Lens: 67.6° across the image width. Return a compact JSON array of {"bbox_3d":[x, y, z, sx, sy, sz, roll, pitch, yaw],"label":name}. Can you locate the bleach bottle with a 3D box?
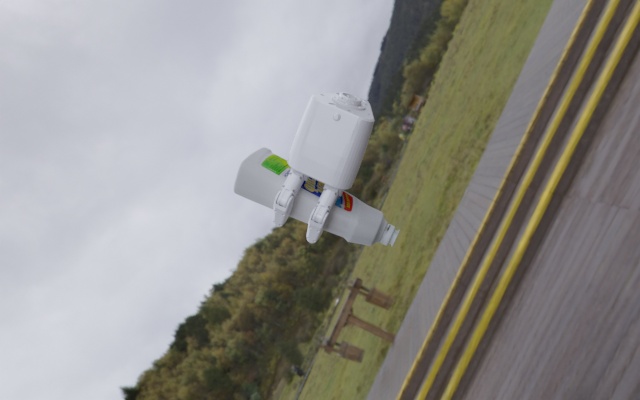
[{"bbox_3d":[0.000,0.002,0.727,0.251,0.068,0.102,24,25,8],"label":"bleach bottle"}]
